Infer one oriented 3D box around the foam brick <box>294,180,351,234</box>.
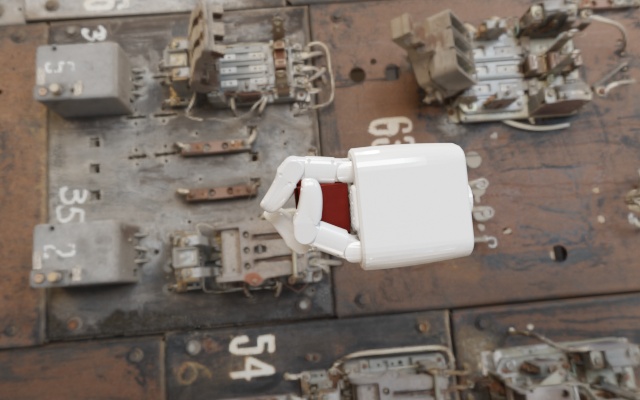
[{"bbox_3d":[0.000,0.001,0.491,0.051,0.053,0.078,-6,16,-3],"label":"foam brick"}]
